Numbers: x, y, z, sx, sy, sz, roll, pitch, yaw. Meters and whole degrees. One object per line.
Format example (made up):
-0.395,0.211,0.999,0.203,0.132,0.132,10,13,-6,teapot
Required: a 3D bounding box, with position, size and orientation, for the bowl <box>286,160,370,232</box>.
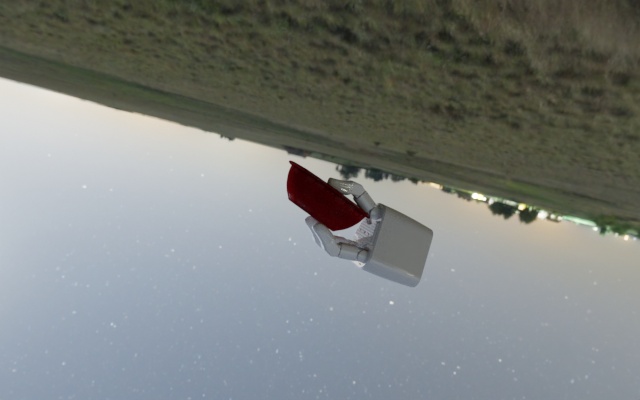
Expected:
-0.001,0.002,0.778,0.162,0.055,0.162,36,-2,1,bowl
